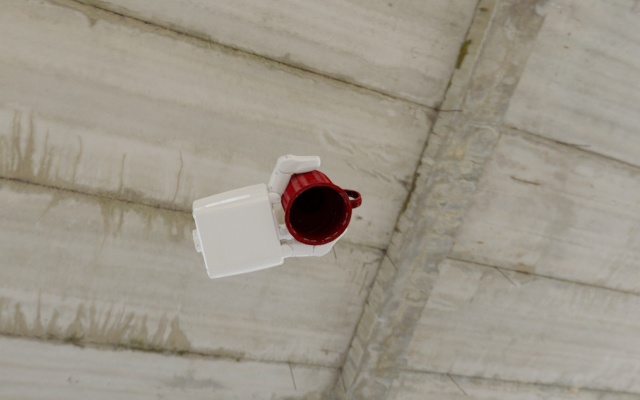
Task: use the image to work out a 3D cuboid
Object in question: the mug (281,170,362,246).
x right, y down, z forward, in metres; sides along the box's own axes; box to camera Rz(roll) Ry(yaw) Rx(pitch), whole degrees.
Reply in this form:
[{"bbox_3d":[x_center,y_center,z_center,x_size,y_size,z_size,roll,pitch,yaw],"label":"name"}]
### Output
[{"bbox_3d":[0.001,0.002,0.675,0.117,0.093,0.081,-12,24,-10],"label":"mug"}]
